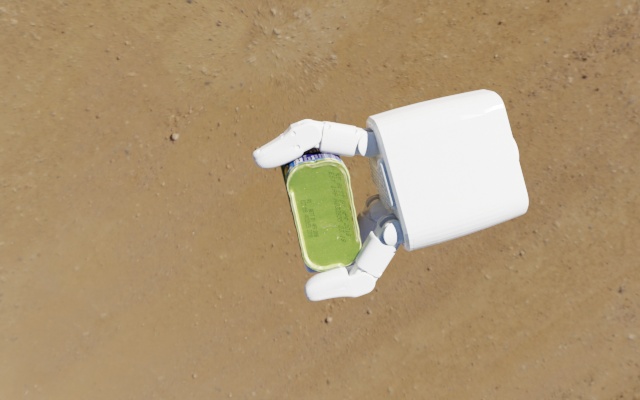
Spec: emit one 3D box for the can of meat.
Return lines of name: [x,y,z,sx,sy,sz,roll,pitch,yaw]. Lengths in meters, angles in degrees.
can of meat: [0.000,0.001,0.426,0.057,0.102,0.084,-13,19,-2]
